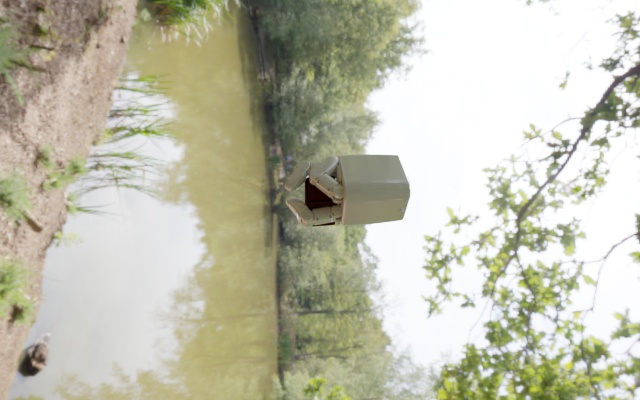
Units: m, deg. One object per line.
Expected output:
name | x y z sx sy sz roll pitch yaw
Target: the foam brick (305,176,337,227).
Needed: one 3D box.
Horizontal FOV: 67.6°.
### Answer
foam brick | 0.000 0.003 0.819 0.051 0.053 0.078 -3 -34 -4
